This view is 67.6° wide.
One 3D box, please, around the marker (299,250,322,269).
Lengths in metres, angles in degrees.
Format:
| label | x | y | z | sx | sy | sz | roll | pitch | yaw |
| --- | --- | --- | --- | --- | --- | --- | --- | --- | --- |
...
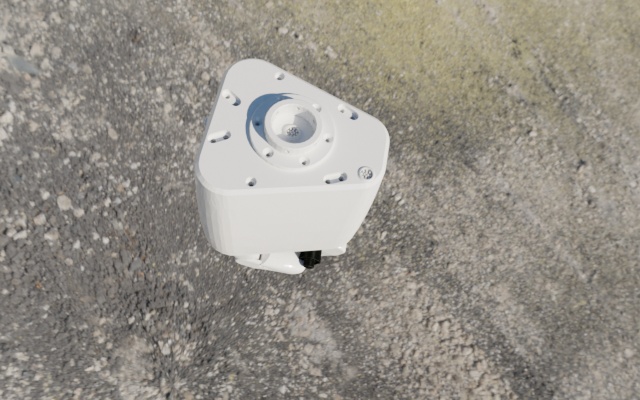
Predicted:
| label | x | y | z | sx | sy | sz | roll | pitch | yaw |
| --- | --- | --- | --- | --- | --- | --- | --- | --- | --- |
| marker | 0.000 | 0.001 | 0.422 | 0.020 | 0.121 | 0.020 | 9 | -23 | 4 |
